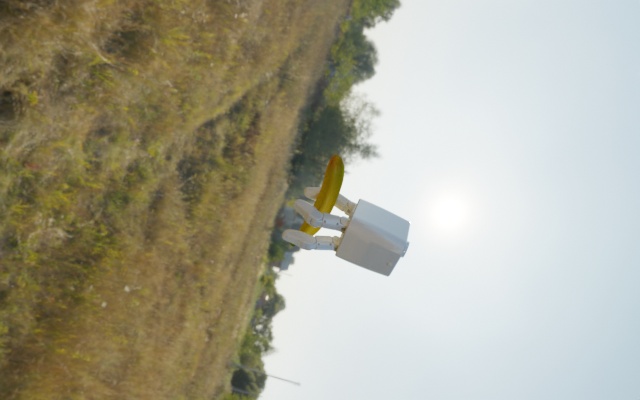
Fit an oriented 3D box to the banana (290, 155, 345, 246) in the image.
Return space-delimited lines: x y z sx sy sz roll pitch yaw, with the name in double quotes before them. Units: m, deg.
"banana" 0.006 0.000 0.859 0.037 0.198 0.069 31 27 12
